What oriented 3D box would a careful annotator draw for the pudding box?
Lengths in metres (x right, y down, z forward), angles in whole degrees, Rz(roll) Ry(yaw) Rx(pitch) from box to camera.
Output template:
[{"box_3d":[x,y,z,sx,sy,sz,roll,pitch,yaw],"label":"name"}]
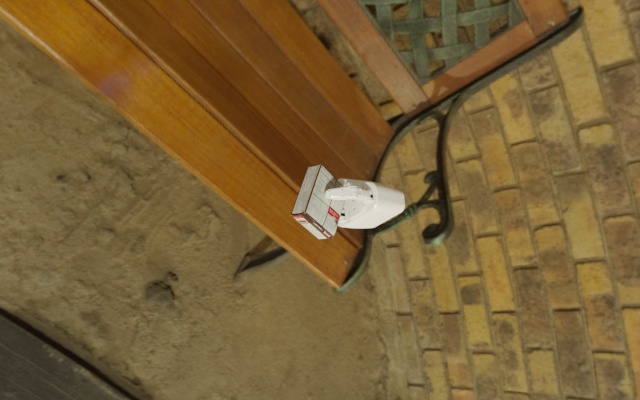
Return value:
[{"box_3d":[0.000,0.003,0.885,0.039,0.113,0.090,-13,-42,39],"label":"pudding box"}]
